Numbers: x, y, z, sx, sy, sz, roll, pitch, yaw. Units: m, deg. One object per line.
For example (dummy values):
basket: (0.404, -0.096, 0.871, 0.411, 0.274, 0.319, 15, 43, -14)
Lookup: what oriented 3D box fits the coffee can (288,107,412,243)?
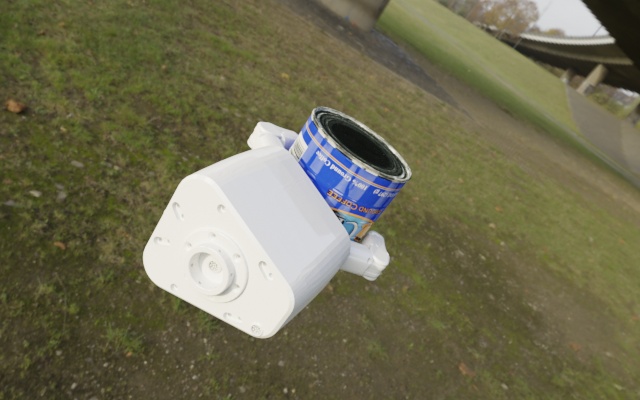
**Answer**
coffee can: (0.000, 0.002, 0.439, 0.103, 0.140, 0.102, 29, 25, -15)
